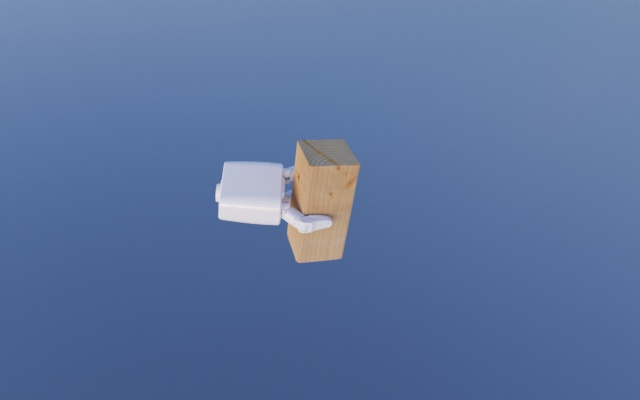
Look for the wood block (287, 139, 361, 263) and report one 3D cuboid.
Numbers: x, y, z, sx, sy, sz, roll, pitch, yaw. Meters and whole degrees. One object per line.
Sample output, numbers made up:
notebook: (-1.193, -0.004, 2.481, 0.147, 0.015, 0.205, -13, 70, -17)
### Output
wood block: (0.000, 0.003, 0.859, 0.090, 0.206, 0.090, -3, 36, -17)
